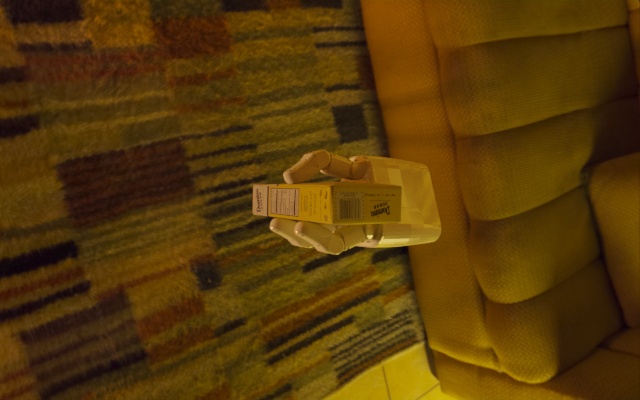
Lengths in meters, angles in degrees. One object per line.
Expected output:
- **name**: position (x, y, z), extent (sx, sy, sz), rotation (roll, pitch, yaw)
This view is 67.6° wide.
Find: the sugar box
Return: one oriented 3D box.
- **sugar box**: position (0.000, 0.002, 0.554), extent (0.093, 0.048, 0.176), rotation (1, -1, -33)
